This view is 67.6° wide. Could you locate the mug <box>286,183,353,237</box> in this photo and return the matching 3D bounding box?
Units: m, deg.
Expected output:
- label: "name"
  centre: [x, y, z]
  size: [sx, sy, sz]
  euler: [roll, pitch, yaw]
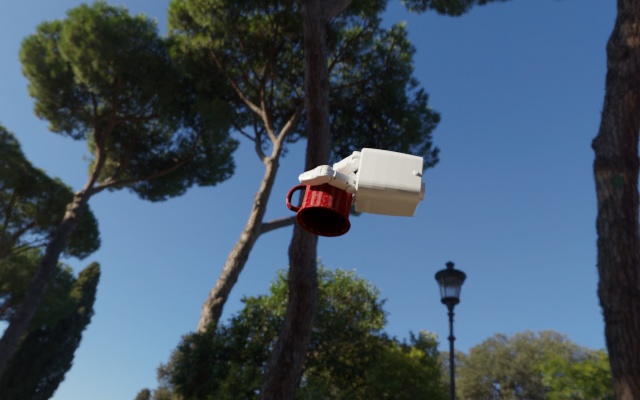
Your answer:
- label: "mug"
  centre: [-0.001, 0.002, 0.822]
  size: [0.117, 0.081, 0.093]
  euler: [9, -35, 6]
